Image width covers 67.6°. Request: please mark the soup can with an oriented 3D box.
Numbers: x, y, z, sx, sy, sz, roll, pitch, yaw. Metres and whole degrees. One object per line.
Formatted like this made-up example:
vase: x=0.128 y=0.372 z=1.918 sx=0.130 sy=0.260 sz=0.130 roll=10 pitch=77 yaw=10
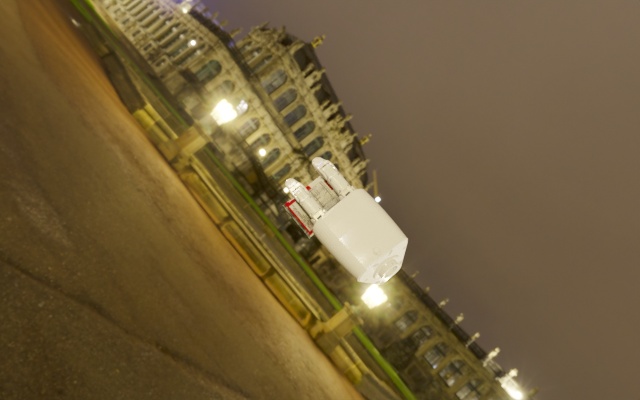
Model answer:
soup can: x=0.000 y=0.002 z=0.758 sx=0.102 sy=0.068 sz=0.068 roll=-39 pitch=3 yaw=-4
